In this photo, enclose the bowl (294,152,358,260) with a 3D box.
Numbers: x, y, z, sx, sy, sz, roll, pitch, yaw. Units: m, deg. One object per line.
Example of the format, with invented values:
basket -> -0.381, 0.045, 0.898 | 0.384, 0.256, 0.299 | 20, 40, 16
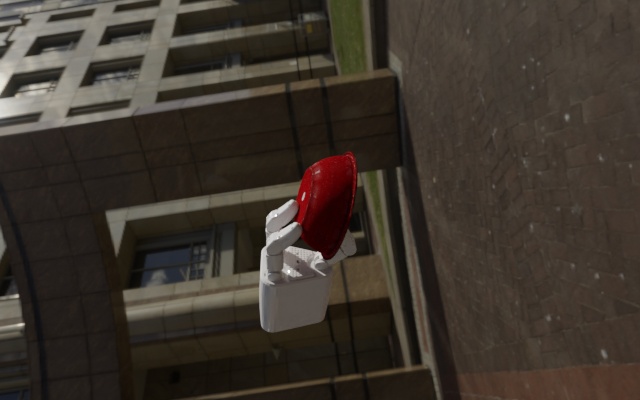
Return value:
bowl -> 0.000, 0.001, 0.691 | 0.055, 0.162, 0.162 | 13, -3, -13
